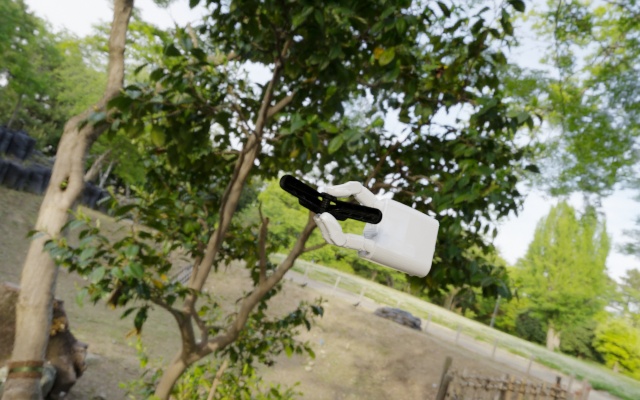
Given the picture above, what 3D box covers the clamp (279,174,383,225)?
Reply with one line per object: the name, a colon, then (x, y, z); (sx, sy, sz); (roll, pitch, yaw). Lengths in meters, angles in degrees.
clamp: (0.001, 0.002, 0.801); (0.164, 0.036, 0.210); (23, -7, -9)
